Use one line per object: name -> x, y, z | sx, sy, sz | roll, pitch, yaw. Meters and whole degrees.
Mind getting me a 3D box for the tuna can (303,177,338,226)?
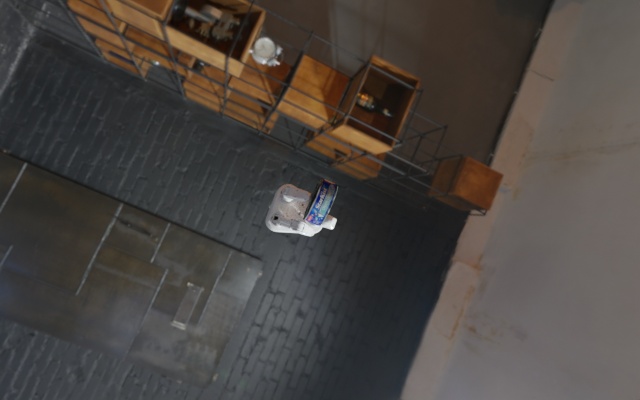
tuna can -> 0.001, 0.003, 0.882 | 0.034, 0.086, 0.086 | 24, -3, -6
